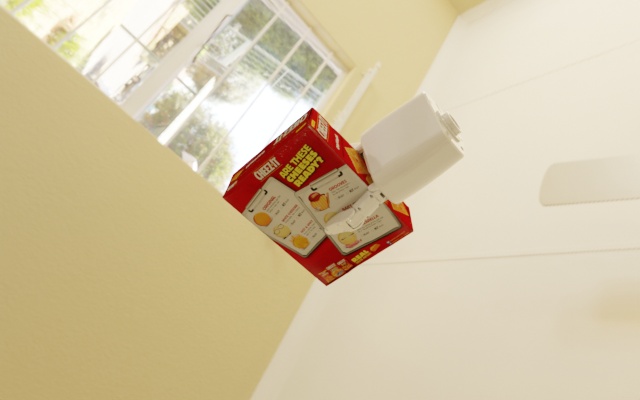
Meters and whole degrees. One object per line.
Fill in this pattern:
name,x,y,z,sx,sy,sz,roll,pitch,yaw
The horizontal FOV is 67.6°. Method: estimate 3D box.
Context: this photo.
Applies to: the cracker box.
cracker box,0.000,0.002,0.671,0.164,0.214,0.072,-36,24,24
